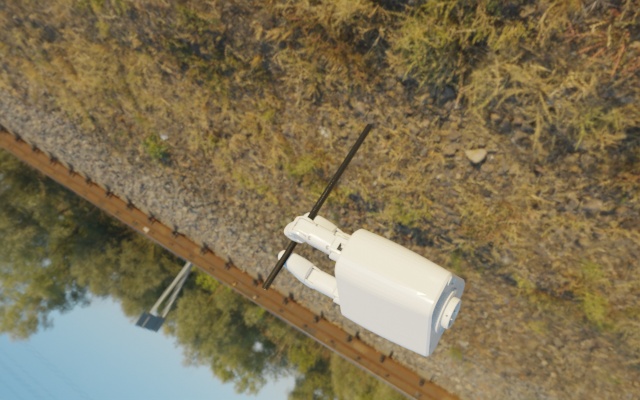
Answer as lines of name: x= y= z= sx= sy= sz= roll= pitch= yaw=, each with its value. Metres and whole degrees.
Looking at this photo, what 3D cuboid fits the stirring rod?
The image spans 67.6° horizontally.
stirring rod: x=0.000 y=0.002 z=0.568 sx=0.011 sy=0.239 sz=0.011 roll=30 pitch=-17 yaw=10
